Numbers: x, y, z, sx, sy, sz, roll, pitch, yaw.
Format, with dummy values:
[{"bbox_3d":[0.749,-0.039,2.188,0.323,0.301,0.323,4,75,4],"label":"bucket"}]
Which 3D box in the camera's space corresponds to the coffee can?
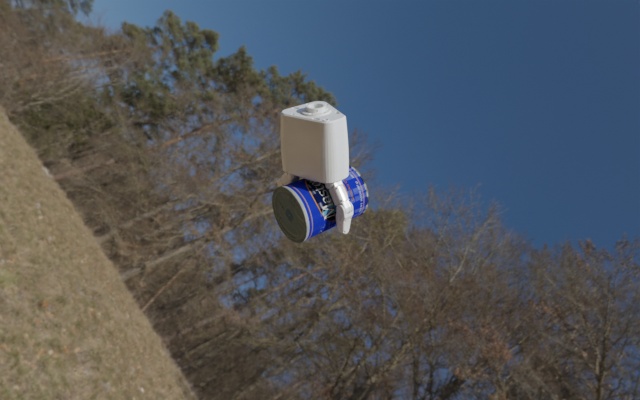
[{"bbox_3d":[0.000,0.003,0.849,0.140,0.103,0.103,-22,12,-32],"label":"coffee can"}]
